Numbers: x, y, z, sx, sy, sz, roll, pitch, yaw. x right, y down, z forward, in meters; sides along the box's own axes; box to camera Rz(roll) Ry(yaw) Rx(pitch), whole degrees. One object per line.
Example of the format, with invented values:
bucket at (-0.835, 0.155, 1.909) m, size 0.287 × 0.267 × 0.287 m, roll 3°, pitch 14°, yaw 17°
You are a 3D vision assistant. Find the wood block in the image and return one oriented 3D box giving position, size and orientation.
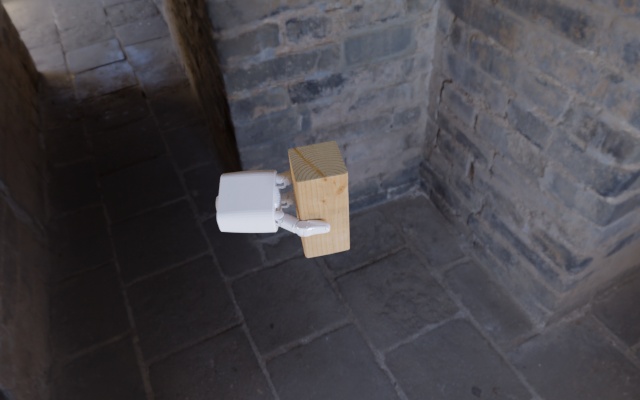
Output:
wood block at (0.000, 0.003, 0.888) m, size 0.090 × 0.090 × 0.206 m, roll -11°, pitch -43°, yaw -5°
